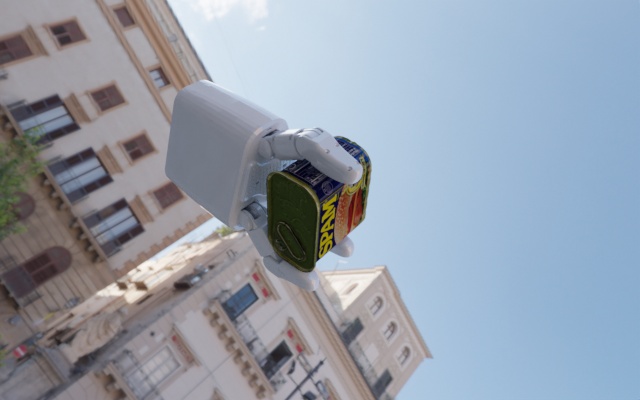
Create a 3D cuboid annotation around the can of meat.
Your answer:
[{"bbox_3d":[0.000,0.001,0.437,0.057,0.102,0.084,30,47,27],"label":"can of meat"}]
